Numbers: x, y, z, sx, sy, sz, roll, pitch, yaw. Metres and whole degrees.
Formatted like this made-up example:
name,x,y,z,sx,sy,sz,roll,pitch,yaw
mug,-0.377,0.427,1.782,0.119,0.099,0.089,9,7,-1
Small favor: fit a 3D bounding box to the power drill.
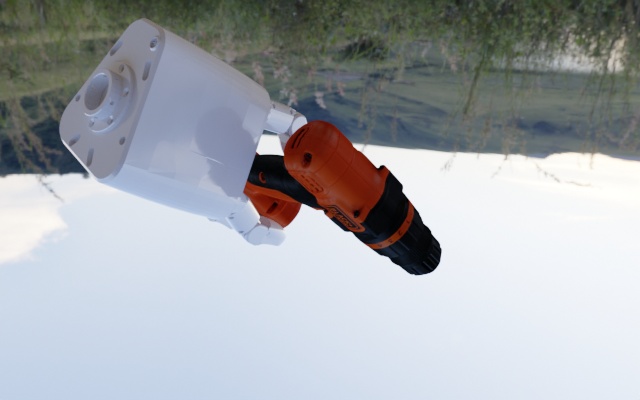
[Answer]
name,x,y,z,sx,sy,sz,roll,pitch,yaw
power drill,0.000,0.001,0.432,0.187,0.057,0.184,4,-32,49
